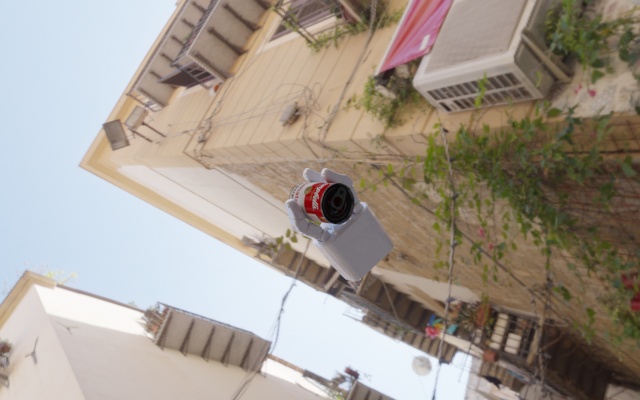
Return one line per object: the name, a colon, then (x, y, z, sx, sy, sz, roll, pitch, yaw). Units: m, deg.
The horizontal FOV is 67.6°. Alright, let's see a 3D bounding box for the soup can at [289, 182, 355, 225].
soup can: (0.000, 0.002, 0.811, 0.068, 0.068, 0.102, 0, 3, -35)
